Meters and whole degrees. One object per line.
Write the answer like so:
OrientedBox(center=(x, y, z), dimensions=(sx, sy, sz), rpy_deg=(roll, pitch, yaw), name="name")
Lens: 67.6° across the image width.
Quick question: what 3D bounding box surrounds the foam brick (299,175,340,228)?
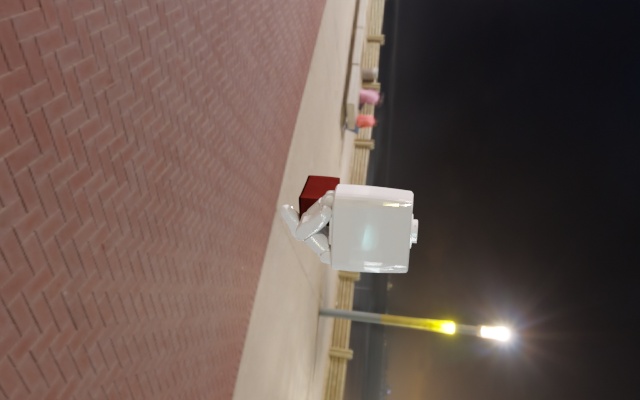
OrientedBox(center=(0.000, 0.002, 0.721), dimensions=(0.051, 0.053, 0.078), rpy_deg=(3, 30, 9), name="foam brick")
